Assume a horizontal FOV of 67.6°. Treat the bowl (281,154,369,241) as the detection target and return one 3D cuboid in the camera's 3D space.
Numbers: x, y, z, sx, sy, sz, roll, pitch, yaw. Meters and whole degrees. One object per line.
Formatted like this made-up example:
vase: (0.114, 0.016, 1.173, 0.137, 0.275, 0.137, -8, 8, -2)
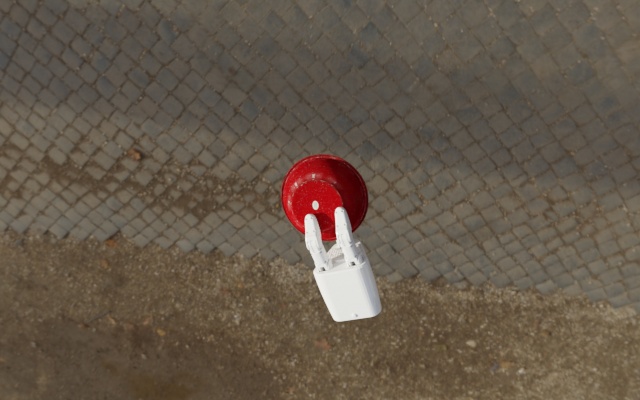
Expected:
bowl: (-0.001, 0.002, 0.832, 0.162, 0.162, 0.055, 0, 14, 15)
